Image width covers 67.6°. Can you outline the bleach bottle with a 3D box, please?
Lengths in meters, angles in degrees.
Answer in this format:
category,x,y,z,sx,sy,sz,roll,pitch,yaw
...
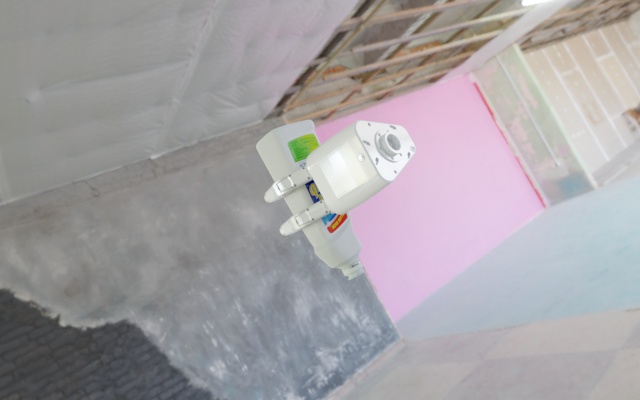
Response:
category,x,y,z,sx,sy,sz,roll,pitch,yaw
bleach bottle,0.000,0.002,0.741,0.102,0.251,0.068,-24,-6,-45
